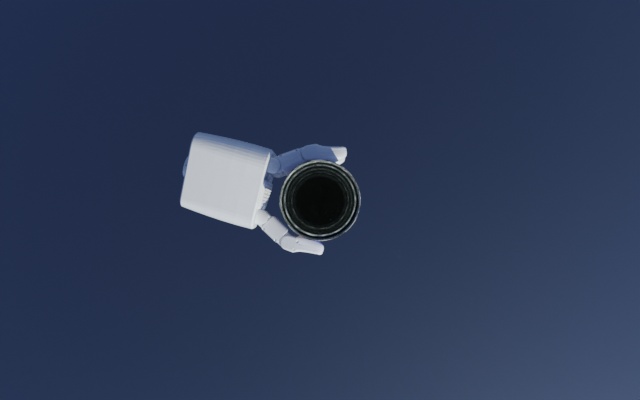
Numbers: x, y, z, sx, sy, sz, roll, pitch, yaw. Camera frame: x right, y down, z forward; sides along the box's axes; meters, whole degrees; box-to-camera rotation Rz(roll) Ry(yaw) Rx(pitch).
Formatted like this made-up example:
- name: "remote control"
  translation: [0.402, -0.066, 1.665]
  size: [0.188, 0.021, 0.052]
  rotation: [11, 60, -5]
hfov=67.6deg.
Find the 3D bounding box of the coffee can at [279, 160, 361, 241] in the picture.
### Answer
- name: "coffee can"
  translation: [0.000, 0.002, 0.665]
  size: [0.103, 0.103, 0.140]
  rotation: [0, -2, 1]
